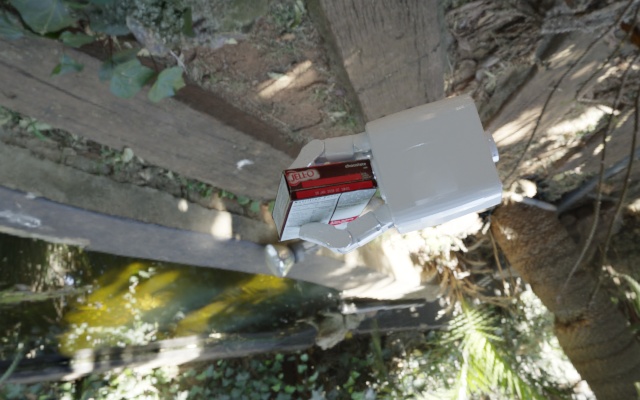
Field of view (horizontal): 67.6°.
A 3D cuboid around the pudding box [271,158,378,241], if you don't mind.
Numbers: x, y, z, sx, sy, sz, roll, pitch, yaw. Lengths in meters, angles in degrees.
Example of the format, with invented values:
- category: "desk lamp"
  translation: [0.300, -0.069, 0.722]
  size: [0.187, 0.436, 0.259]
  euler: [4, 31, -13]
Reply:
- category: "pudding box"
  translation: [0.000, 0.002, 0.501]
  size: [0.090, 0.039, 0.113]
  euler: [-8, -25, -16]
